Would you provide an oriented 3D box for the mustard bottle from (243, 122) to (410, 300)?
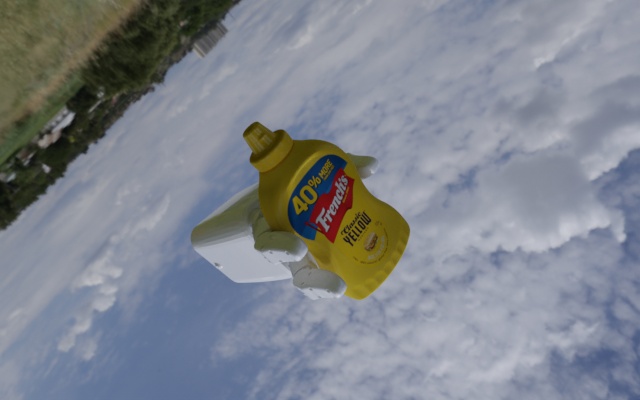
[{"bbox_3d":[0.000,0.002,0.441,0.192,0.096,0.058,46,-17,-26],"label":"mustard bottle"}]
